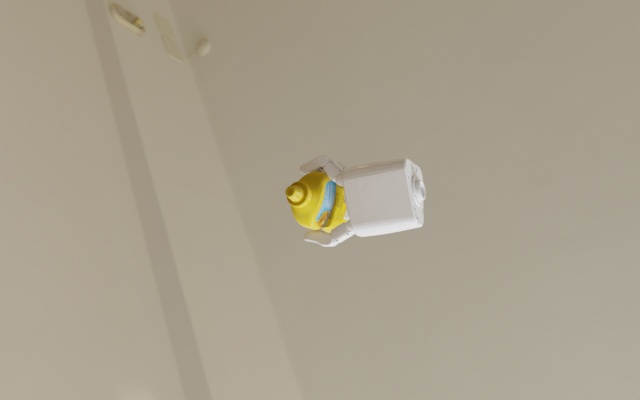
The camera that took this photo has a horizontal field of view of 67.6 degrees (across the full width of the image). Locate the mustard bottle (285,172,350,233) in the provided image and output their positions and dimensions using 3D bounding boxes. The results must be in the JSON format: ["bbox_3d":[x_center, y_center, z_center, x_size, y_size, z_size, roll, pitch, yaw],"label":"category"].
[{"bbox_3d":[0.000,0.003,0.811,0.058,0.096,0.192,17,-1,30],"label":"mustard bottle"}]
